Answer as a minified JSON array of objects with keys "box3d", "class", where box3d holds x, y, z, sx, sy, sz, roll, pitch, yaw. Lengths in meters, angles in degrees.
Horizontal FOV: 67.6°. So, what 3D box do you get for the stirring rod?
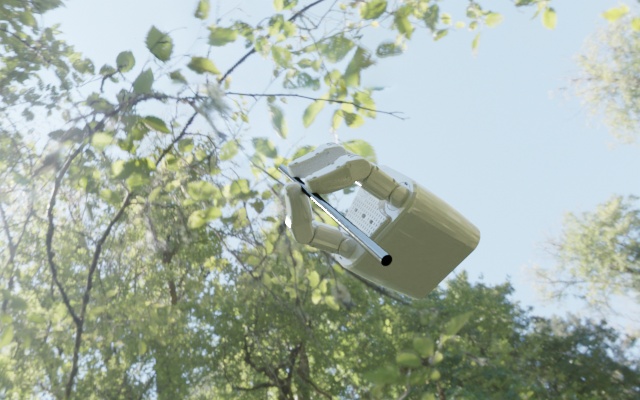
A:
[{"box3d":[0.000,0.001,0.405,0.011,0.011,0.239,0,18,-21],"class":"stirring rod"}]
